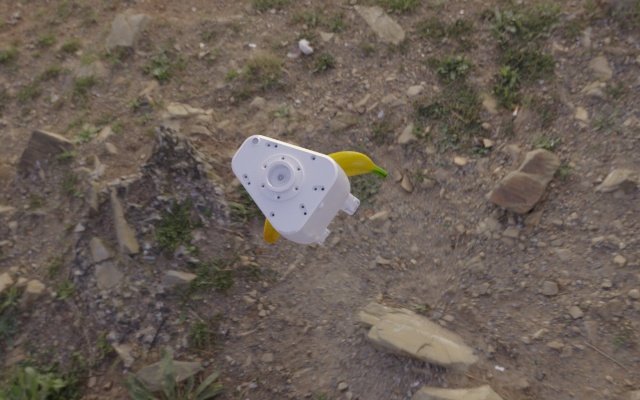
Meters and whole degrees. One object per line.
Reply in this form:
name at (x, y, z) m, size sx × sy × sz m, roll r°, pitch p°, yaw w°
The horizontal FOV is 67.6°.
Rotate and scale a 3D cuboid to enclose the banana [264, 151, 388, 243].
banana at (-0.006, -0.016, 0.666) m, size 0.198 × 0.069 × 0.037 m, roll -30°, pitch -5°, yaw 1°
